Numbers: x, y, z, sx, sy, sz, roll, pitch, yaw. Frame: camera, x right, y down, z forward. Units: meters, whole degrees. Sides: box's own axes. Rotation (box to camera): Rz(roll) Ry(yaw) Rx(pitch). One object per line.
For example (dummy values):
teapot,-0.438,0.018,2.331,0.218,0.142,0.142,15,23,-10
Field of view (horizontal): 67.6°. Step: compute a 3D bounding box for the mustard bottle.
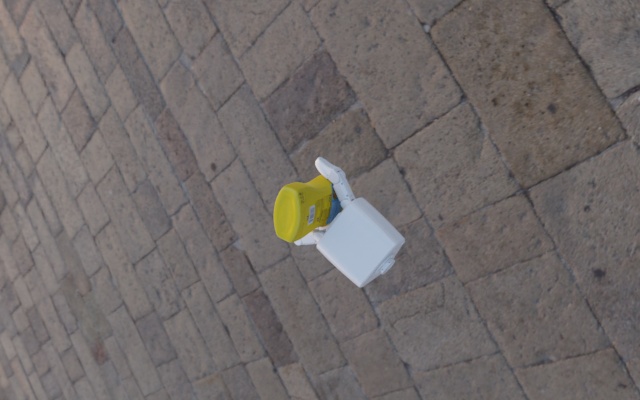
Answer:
mustard bottle,0.000,0.003,0.842,0.058,0.096,0.191,20,24,31
